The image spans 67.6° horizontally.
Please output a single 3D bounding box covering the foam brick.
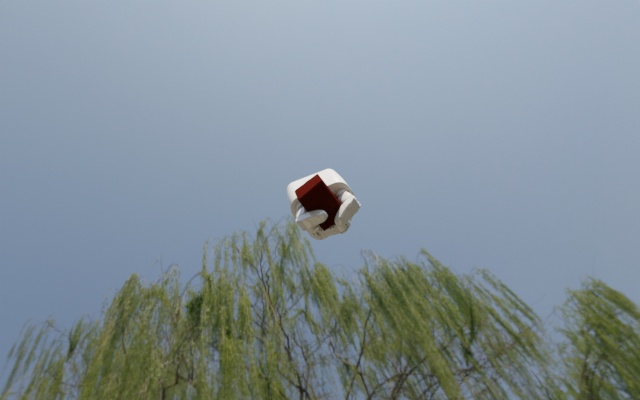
[{"bbox_3d":[0.000,0.002,0.823,0.053,0.078,0.051,-37,22,4],"label":"foam brick"}]
